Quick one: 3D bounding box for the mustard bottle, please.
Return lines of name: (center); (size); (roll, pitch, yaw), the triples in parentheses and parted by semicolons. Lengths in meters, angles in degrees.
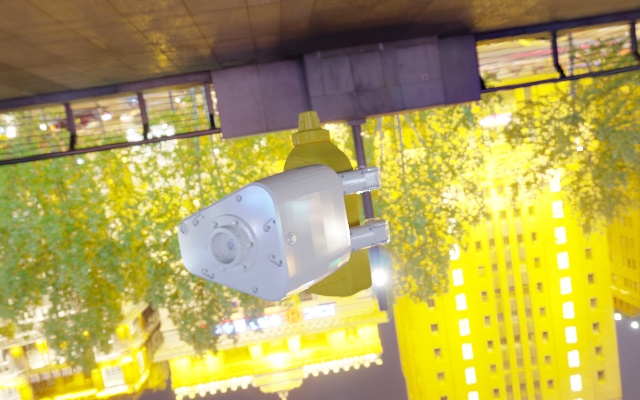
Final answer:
mustard bottle: (0.000, 0.002, 0.509); (0.058, 0.191, 0.096); (-13, 7, -36)
